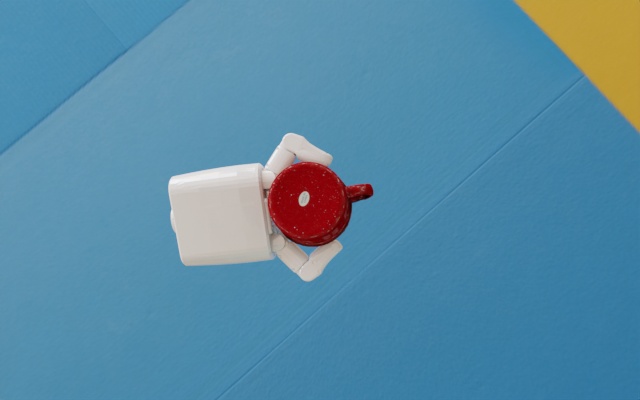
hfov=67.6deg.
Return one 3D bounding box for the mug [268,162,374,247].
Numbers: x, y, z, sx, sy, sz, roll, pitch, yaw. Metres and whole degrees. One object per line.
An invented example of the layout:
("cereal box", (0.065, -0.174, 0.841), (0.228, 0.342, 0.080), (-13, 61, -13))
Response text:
("mug", (0.002, 0.001, 0.518), (0.117, 0.093, 0.081), (-10, -6, 2))
